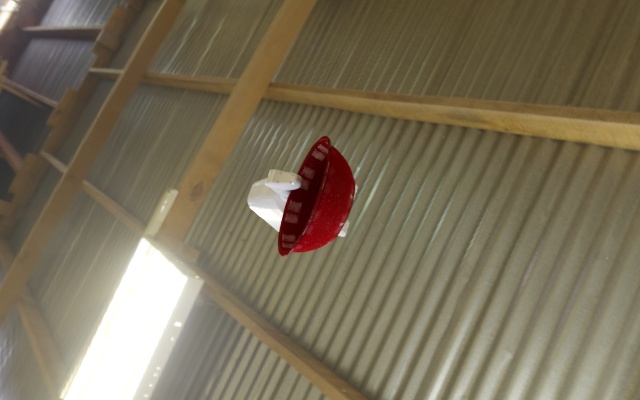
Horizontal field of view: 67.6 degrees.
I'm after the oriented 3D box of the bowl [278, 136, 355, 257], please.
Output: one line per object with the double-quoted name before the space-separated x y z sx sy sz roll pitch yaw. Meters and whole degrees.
"bowl" 0.001 0.002 0.610 0.055 0.162 0.162 20 -5 -15
